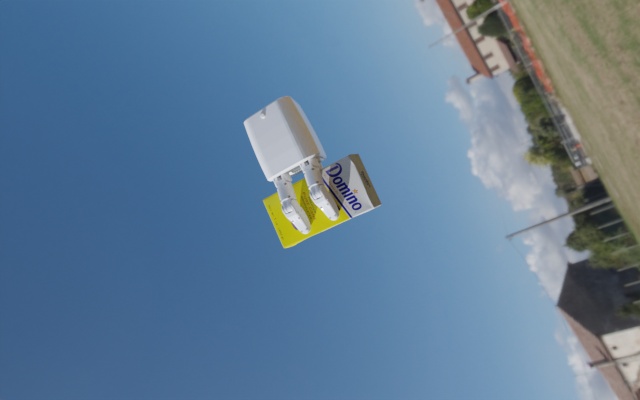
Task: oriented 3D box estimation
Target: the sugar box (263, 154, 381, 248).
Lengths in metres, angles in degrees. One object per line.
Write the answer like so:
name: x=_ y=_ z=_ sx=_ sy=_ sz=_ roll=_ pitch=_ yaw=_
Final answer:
sugar box: x=0.000 y=0.003 z=0.776 sx=0.176 sy=0.093 sz=0.048 roll=-27 pitch=-4 yaw=27
